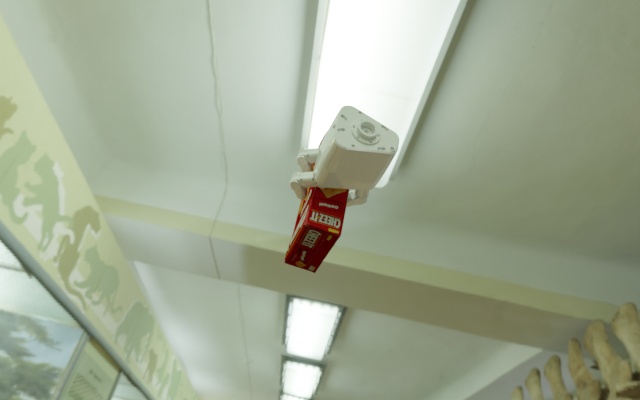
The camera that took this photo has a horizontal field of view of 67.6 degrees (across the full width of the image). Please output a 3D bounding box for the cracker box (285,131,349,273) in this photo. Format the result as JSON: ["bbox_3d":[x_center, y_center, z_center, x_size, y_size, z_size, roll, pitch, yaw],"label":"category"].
[{"bbox_3d":[0.000,0.003,0.896,0.072,0.213,0.164,18,-34,-7],"label":"cracker box"}]
